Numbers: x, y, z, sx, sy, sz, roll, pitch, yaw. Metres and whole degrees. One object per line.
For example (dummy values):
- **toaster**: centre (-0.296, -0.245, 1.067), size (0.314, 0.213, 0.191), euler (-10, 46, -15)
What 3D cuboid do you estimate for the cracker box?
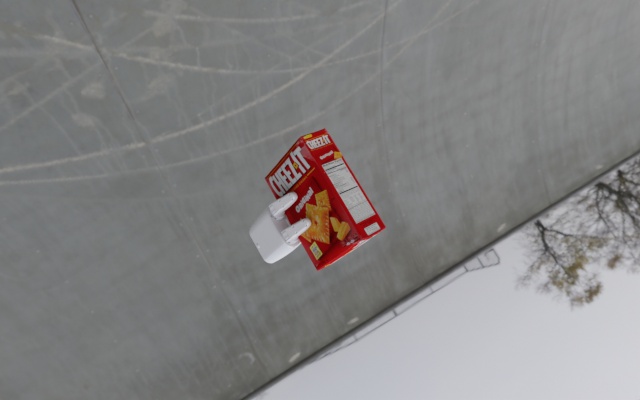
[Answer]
- **cracker box**: centre (0.000, 0.003, 0.886), size (0.072, 0.213, 0.164), euler (-24, -11, -39)
